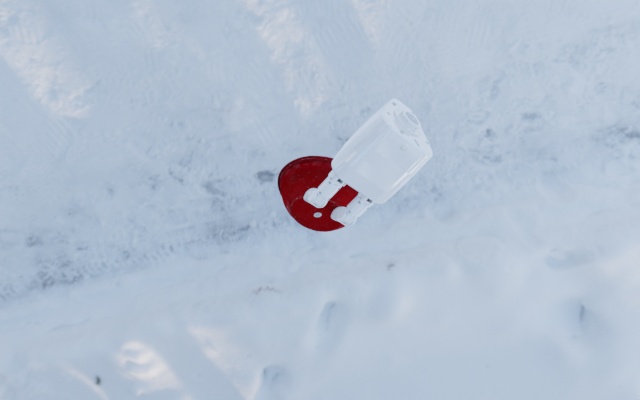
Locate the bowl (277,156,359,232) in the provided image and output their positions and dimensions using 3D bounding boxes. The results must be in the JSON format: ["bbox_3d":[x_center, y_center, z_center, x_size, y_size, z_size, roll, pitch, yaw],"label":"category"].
[{"bbox_3d":[0.000,0.004,0.793,0.162,0.055,0.162,9,-40,8],"label":"bowl"}]
